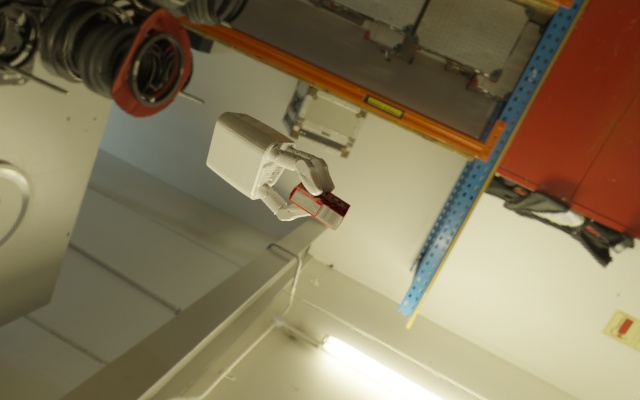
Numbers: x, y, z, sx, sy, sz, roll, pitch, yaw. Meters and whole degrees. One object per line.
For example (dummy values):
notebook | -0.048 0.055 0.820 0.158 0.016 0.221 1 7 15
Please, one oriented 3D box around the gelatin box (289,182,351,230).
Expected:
gelatin box | 0.000 0.003 0.753 0.089 0.030 0.073 34 18 2
